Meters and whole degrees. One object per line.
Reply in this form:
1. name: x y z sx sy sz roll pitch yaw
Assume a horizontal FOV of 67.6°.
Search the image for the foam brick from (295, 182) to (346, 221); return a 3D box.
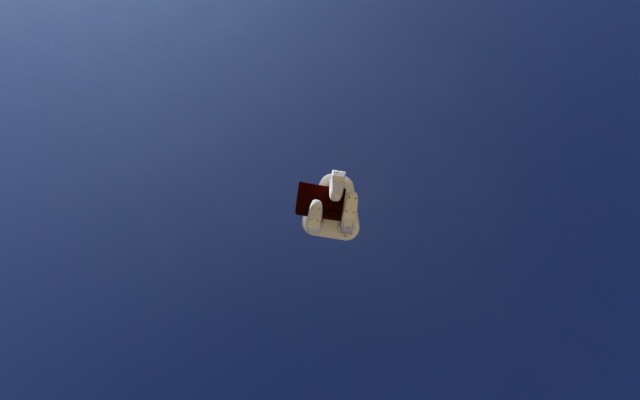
1. foam brick: 0.000 0.002 0.787 0.078 0.053 0.051 9 -5 1
